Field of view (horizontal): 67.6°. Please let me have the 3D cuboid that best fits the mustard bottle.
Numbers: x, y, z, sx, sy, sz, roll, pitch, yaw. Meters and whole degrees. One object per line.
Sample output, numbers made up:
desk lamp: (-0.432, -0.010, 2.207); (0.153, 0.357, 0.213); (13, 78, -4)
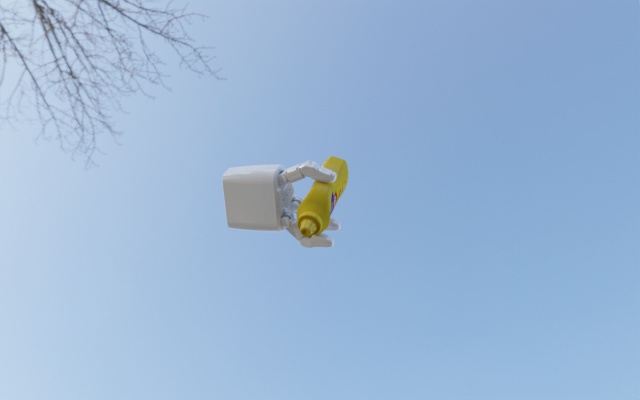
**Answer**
mustard bottle: (0.001, 0.003, 0.839); (0.058, 0.096, 0.191); (20, 34, 6)
